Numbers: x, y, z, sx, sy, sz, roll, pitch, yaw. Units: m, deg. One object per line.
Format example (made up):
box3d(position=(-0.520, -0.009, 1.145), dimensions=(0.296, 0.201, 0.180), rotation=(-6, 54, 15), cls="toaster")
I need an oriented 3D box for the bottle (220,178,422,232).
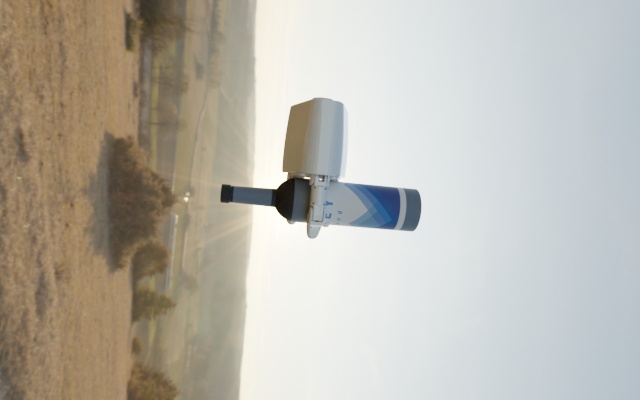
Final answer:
box3d(position=(0.000, 0.002, 0.718), dimensions=(0.296, 0.069, 0.069), rotation=(5, -1, -9), cls="bottle")
